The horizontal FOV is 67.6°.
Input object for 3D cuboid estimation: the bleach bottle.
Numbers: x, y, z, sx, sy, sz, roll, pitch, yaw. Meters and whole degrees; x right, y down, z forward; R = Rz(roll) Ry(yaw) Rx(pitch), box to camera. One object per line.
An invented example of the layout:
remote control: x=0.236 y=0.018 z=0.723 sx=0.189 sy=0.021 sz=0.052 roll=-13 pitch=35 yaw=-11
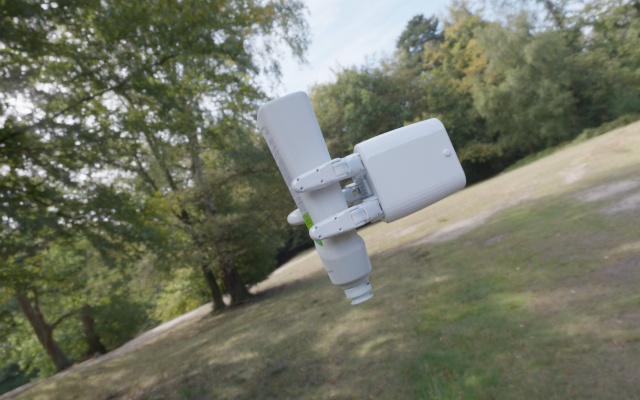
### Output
bleach bottle: x=0.000 y=0.002 z=0.575 sx=0.068 sy=0.251 sz=0.102 roll=-22 pitch=-3 yaw=-7
